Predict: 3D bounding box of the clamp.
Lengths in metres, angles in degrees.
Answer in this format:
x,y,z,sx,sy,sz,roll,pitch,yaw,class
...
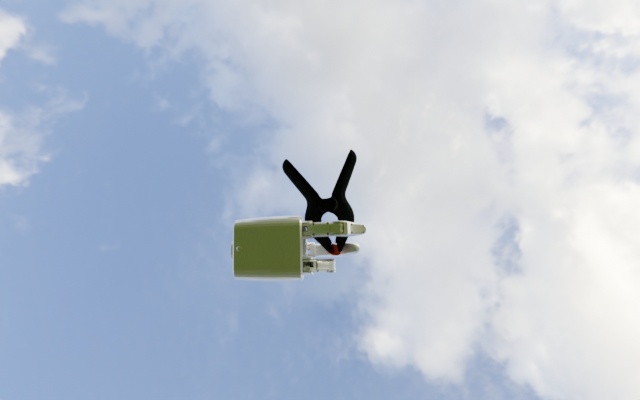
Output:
x,y,z,sx,sy,sz,roll,pitch,yaw,class
0.000,0.003,0.762,0.120,0.171,0.039,-1,-10,1,clamp
